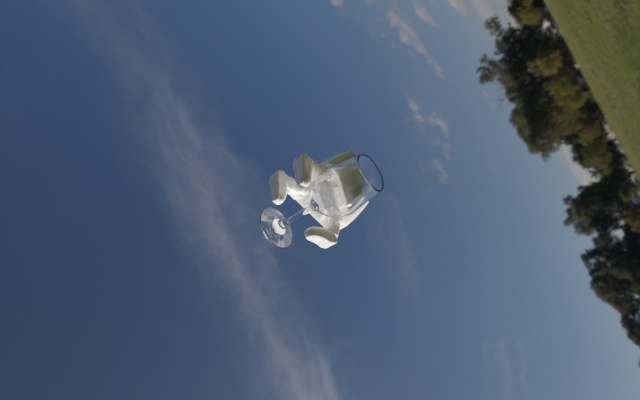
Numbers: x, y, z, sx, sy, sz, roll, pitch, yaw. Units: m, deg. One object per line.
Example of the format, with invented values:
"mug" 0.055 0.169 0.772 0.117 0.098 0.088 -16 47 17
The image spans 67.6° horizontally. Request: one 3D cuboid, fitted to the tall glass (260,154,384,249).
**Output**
"tall glass" 0.000 0.003 0.744 0.201 0.079 0.079 -30 -17 31
